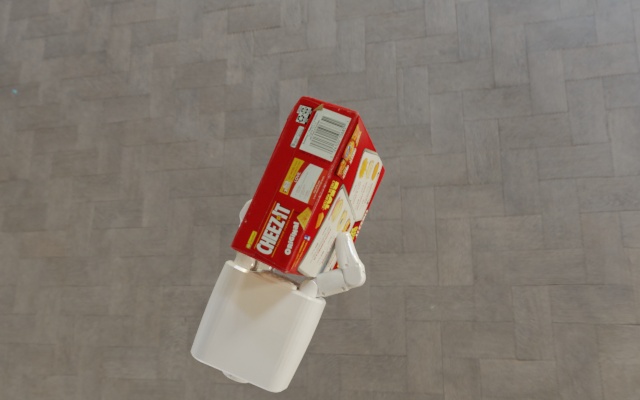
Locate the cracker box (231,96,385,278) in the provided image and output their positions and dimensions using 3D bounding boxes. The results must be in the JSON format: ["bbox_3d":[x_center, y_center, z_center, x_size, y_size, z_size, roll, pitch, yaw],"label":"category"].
[{"bbox_3d":[0.000,0.002,0.539,0.072,0.164,0.214,22,-5,17],"label":"cracker box"}]
